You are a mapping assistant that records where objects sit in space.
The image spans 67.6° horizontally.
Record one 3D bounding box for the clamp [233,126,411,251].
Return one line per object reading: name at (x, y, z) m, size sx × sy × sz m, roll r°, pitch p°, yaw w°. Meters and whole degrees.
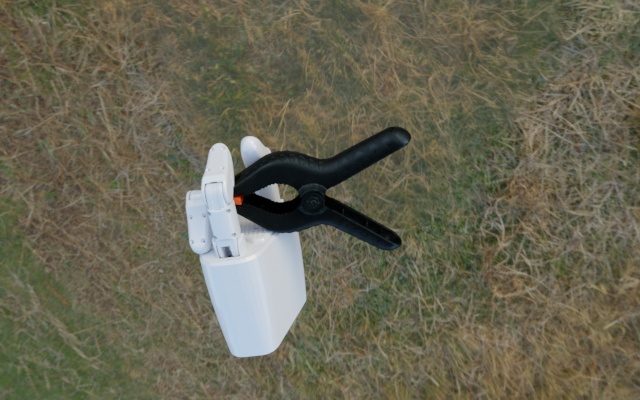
clamp at (0.000, 0.002, 0.433) m, size 0.171 × 0.120 × 0.039 m, roll -7°, pitch 22°, yaw 6°
